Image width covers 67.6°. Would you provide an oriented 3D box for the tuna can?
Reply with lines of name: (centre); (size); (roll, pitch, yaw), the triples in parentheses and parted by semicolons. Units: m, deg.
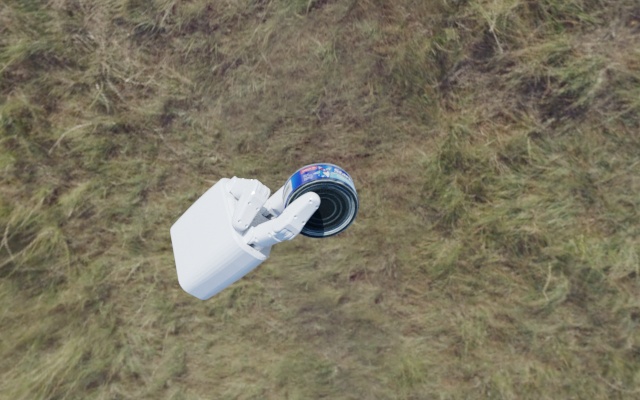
tuna can: (0.000, 0.002, 0.546); (0.086, 0.086, 0.033); (0, 36, -9)
